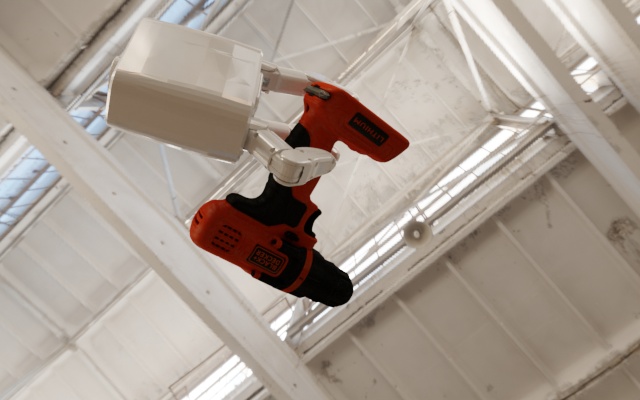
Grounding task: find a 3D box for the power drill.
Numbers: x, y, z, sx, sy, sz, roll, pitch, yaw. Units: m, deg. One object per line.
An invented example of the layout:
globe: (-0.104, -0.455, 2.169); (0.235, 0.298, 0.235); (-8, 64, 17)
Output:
power drill: (0.000, 0.001, 0.448); (0.184, 0.187, 0.057); (32, 3, -32)
